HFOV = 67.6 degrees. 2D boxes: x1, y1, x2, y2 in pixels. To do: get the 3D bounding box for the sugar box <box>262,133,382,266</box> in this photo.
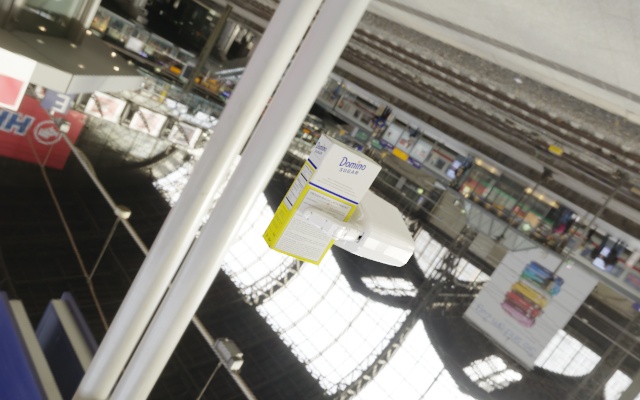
[{"bbox_3d":[0.000,0.002,0.681,0.093,0.176,0.048,24,14,-33],"label":"sugar box"}]
